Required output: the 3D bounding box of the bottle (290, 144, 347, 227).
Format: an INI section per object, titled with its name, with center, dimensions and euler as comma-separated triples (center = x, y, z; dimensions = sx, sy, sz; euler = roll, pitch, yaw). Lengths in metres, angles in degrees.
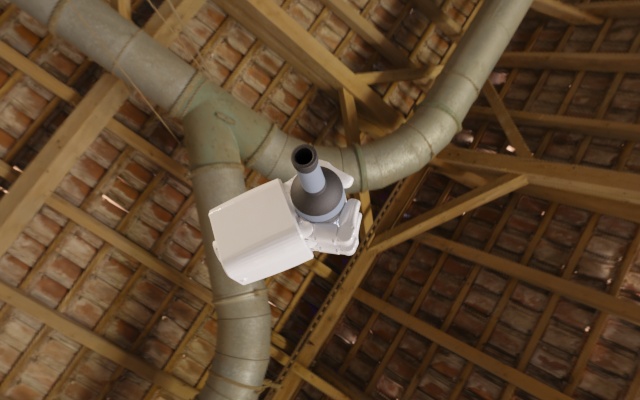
[bottle]
center = 0.000, 0.002, 0.621
dimensions = 0.069, 0.069, 0.296
euler = 0, -19, 7
